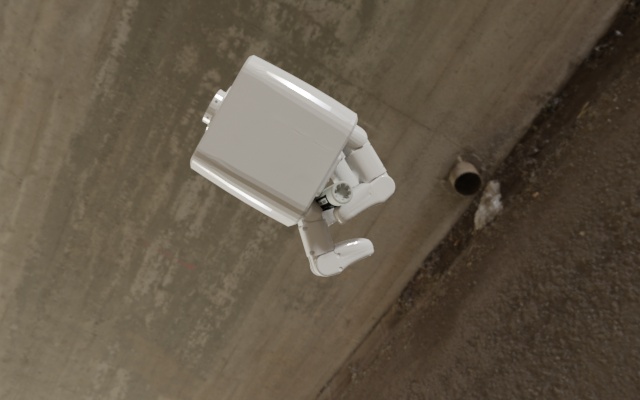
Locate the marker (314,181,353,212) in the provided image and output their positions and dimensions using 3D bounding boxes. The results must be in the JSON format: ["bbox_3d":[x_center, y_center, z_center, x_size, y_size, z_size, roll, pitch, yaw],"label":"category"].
[{"bbox_3d":[0.000,0.001,0.439,0.020,0.020,0.121,0,-8,-17],"label":"marker"}]
